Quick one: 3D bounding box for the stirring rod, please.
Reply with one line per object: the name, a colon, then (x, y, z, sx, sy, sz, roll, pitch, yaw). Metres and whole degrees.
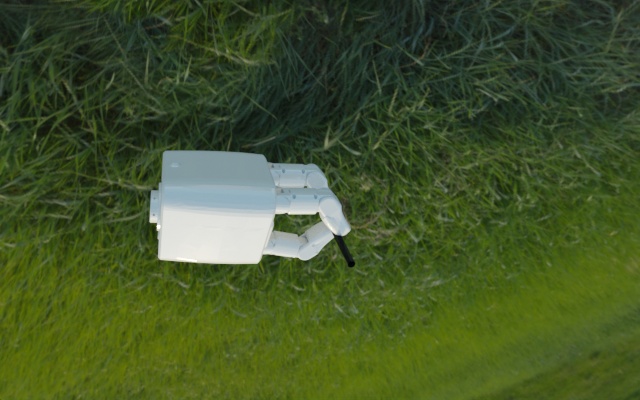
stirring rod: (0.000, 0.002, 0.573, 0.011, 0.011, 0.239, 0, 31, -17)
